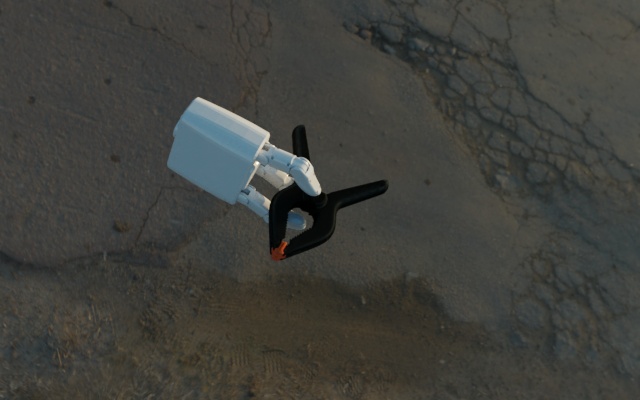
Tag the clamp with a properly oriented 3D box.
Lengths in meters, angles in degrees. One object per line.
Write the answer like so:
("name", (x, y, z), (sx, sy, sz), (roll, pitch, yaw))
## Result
("clamp", (0.000, 0.002, 0.664), (0.164, 0.210, 0.036), (27, -33, -3))
